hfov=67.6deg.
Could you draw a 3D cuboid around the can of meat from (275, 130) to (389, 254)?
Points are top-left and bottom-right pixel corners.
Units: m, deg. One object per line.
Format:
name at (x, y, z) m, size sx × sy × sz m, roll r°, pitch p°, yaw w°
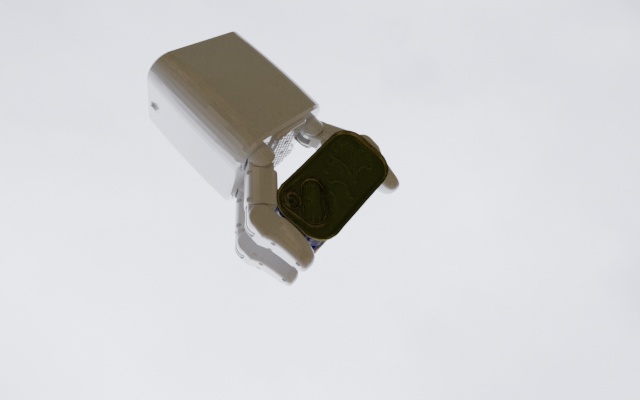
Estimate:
can of meat at (0.000, 0.001, 0.411) m, size 0.102 × 0.057 × 0.084 m, roll -47°, pitch -3°, yaw -29°
